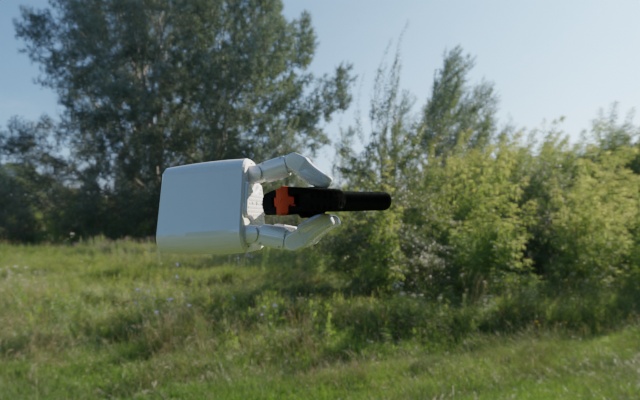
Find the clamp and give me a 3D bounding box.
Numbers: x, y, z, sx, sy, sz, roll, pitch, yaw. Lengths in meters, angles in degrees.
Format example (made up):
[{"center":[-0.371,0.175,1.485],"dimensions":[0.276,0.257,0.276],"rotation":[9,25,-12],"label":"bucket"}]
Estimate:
[{"center":[0.000,0.001,0.569],"dimensions":[0.164,0.036,0.210],"rotation":[-4,-3,9],"label":"clamp"}]
